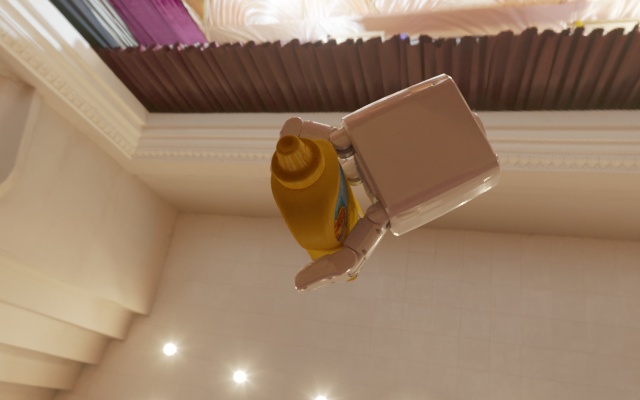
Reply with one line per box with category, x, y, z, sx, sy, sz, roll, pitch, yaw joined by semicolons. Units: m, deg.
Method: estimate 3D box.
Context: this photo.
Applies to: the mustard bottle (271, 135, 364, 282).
mustard bottle;0.000;0.002;0.428;0.058;0.096;0.192;-4;-27;14
